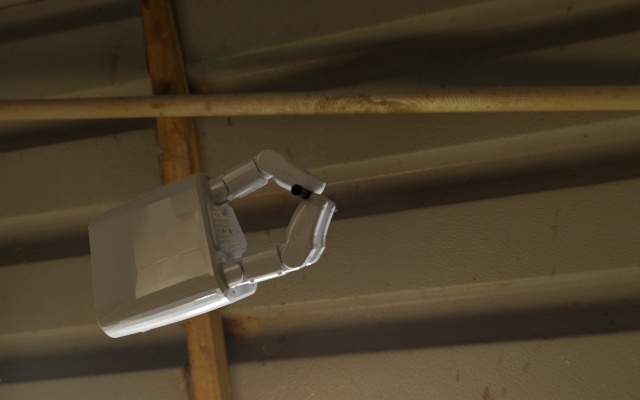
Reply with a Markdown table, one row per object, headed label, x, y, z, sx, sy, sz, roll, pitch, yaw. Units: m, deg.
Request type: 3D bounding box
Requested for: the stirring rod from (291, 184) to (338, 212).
| label | x | y | z | sx | sy | sz | roll | pitch | yaw |
| --- | --- | --- | --- | --- | --- | --- | --- | --- | --- |
| stirring rod | 0.000 | 0.001 | 0.447 | 0.011 | 0.011 | 0.239 | 0 | -4 | 8 |
